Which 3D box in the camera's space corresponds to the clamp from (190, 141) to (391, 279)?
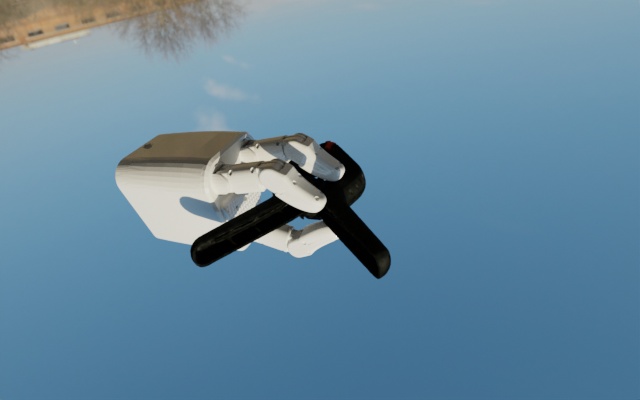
[{"bbox_3d":[0.000,0.002,0.449,0.164,0.036,0.210,7,33,18],"label":"clamp"}]
